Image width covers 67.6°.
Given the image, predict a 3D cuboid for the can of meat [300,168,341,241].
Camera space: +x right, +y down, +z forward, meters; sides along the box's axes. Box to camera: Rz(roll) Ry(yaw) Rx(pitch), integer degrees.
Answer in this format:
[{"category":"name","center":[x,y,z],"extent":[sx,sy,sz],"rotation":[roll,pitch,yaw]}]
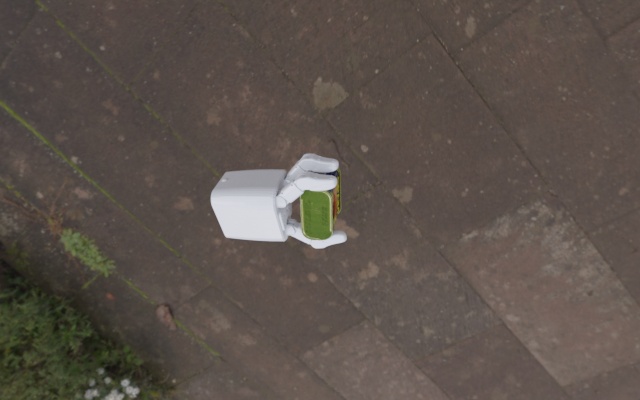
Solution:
[{"category":"can of meat","center":[0.000,0.003,0.777],"extent":[0.057,0.102,0.084],"rotation":[4,31,9]}]
